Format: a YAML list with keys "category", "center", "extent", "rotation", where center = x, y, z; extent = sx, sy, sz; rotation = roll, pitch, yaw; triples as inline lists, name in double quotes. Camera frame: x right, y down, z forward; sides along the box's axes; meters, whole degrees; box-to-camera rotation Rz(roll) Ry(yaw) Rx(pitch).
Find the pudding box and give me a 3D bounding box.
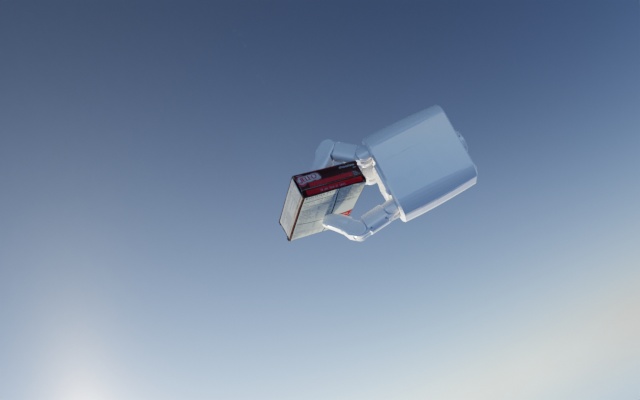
- category: "pudding box"
  center: [0.000, 0.002, 0.618]
  extent: [0.090, 0.039, 0.114]
  rotation: [-15, -30, -23]
